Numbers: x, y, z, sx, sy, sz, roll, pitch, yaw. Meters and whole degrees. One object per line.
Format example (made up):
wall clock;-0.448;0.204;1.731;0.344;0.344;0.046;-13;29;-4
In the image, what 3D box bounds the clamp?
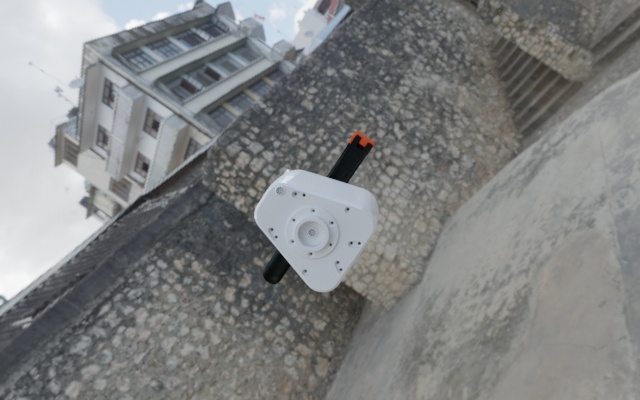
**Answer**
clamp;0.000;0.001;0.634;0.036;0.210;0.164;34;10;-2
